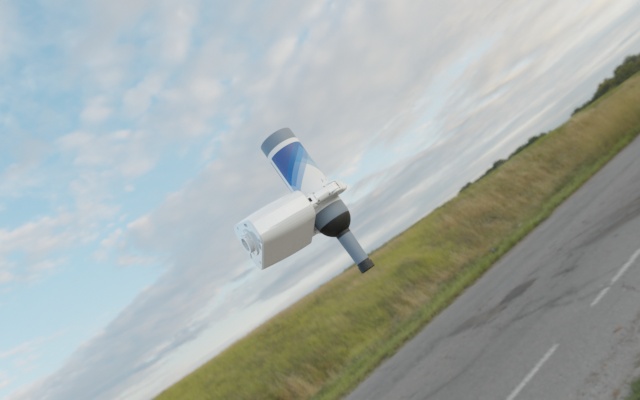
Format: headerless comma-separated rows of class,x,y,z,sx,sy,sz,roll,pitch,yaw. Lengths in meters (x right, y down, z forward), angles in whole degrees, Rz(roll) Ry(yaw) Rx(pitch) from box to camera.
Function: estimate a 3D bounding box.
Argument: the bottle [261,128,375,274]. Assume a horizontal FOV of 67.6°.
bottle,0.000,0.003,0.860,0.069,0.295,0.069,-34,-11,-8
